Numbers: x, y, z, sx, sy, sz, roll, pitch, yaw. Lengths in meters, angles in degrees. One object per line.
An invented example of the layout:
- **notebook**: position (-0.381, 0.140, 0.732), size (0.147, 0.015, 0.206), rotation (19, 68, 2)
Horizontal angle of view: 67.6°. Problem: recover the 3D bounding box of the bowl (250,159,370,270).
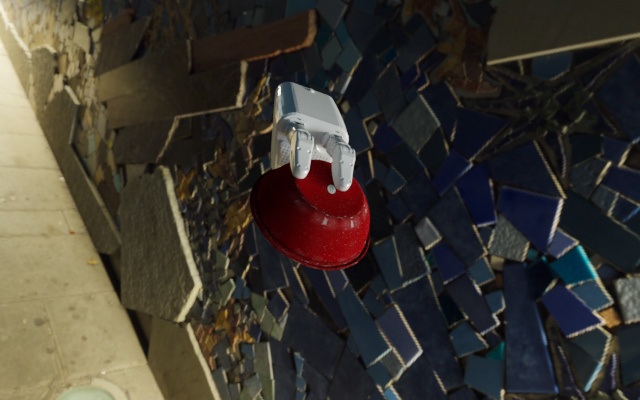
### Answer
- **bowl**: position (0.001, 0.003, 0.573), size (0.162, 0.162, 0.055), rotation (0, -40, -33)
